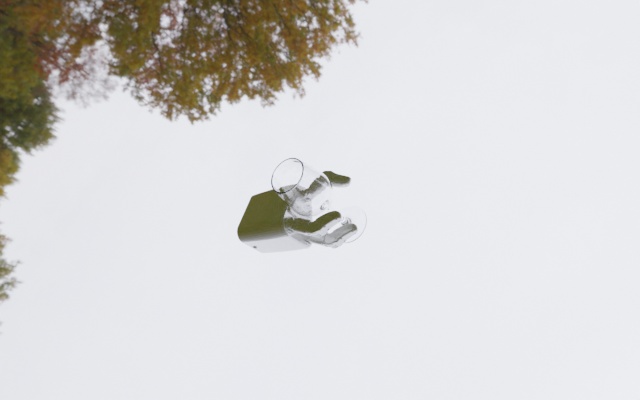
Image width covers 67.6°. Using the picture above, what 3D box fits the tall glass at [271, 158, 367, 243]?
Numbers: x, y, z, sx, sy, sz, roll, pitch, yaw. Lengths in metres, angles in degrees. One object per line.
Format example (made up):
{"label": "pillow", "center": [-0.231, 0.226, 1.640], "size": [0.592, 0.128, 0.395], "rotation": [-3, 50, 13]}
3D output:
{"label": "tall glass", "center": [0.001, 0.003, 0.808], "size": [0.079, 0.079, 0.201], "rotation": [0, -25, 35]}
